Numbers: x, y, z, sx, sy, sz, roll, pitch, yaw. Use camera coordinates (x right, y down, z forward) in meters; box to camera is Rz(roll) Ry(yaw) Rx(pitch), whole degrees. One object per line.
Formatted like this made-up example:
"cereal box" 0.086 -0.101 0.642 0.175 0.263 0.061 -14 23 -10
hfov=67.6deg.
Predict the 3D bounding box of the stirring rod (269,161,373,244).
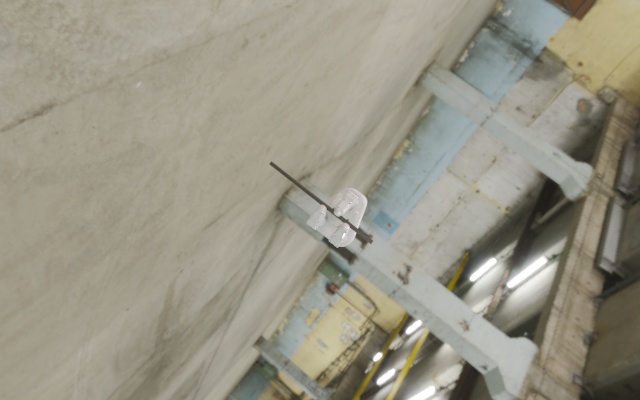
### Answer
"stirring rod" 0.000 0.003 0.883 0.239 0.011 0.011 38 6 7
